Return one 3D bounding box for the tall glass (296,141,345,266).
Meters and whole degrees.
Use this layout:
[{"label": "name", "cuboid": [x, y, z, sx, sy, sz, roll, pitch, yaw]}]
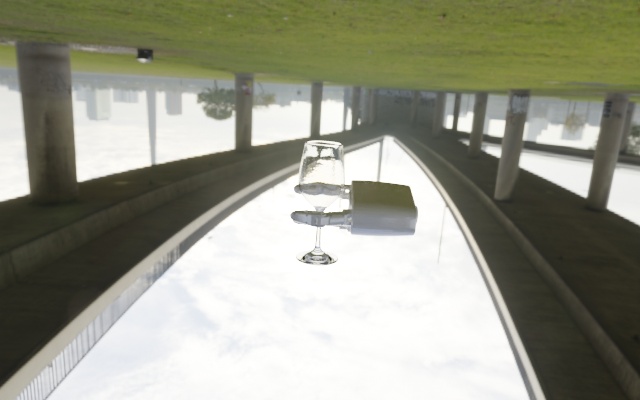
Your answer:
[{"label": "tall glass", "cuboid": [0.000, 0.003, 0.802, 0.079, 0.201, 0.079, 3, 13, -1]}]
